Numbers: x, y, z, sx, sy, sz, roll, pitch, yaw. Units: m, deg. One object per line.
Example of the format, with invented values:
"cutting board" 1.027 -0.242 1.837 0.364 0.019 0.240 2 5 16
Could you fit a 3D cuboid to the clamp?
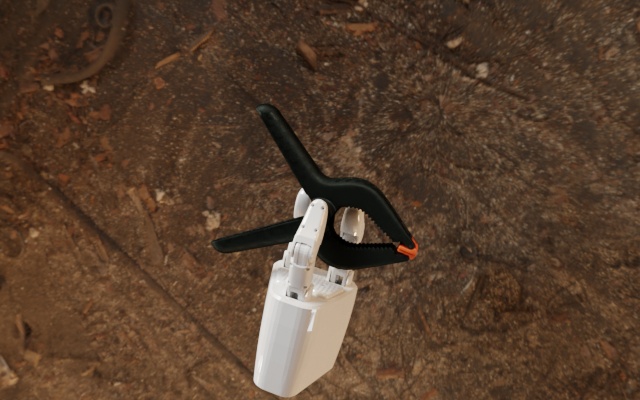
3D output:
"clamp" 0.000 0.002 0.480 0.210 0.164 0.036 16 12 11
